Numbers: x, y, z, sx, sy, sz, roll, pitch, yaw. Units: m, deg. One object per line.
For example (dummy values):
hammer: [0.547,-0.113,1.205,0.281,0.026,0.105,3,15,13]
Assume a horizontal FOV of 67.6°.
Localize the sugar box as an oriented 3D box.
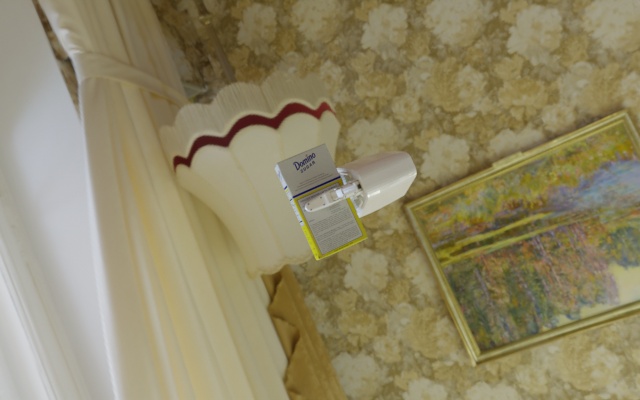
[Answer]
sugar box: [0.000,0.003,0.809,0.093,0.176,0.048,-23,-5,-14]
